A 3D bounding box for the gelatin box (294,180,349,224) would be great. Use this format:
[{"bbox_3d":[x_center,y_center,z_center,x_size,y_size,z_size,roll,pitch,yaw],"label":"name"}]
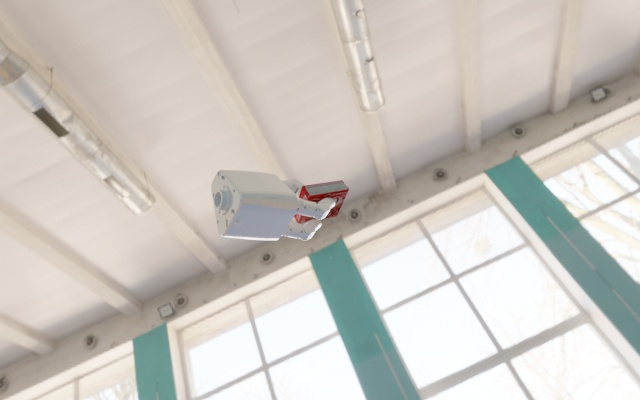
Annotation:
[{"bbox_3d":[0.000,0.002,0.875,0.089,0.073,0.030,-10,50,-32],"label":"gelatin box"}]
